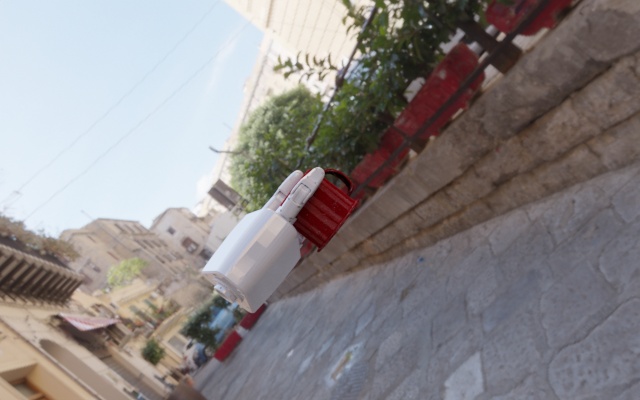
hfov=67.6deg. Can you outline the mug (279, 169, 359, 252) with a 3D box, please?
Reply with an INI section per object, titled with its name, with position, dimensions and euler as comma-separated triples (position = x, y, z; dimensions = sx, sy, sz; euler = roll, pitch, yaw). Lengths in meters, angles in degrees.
[mug]
position = 0.001, 0.001, 0.668
dimensions = 0.081, 0.117, 0.093
euler = 38, -25, 0
